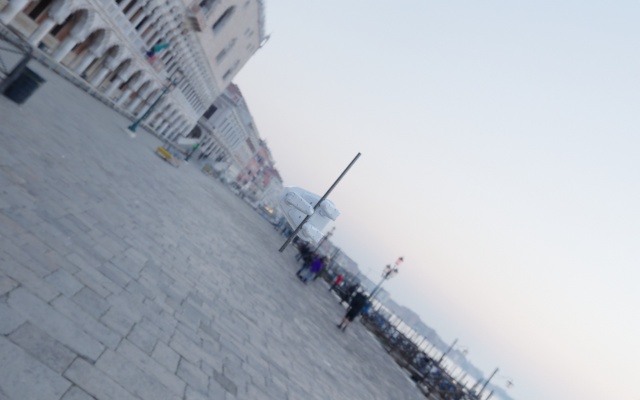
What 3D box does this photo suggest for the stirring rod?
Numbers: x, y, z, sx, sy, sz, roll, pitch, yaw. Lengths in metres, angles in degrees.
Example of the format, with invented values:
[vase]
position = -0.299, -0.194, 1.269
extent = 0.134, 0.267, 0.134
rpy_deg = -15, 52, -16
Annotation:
[stirring rod]
position = 0.000, 0.003, 0.898
extent = 0.011, 0.239, 0.011
rpy_deg = 39, -5, 4
